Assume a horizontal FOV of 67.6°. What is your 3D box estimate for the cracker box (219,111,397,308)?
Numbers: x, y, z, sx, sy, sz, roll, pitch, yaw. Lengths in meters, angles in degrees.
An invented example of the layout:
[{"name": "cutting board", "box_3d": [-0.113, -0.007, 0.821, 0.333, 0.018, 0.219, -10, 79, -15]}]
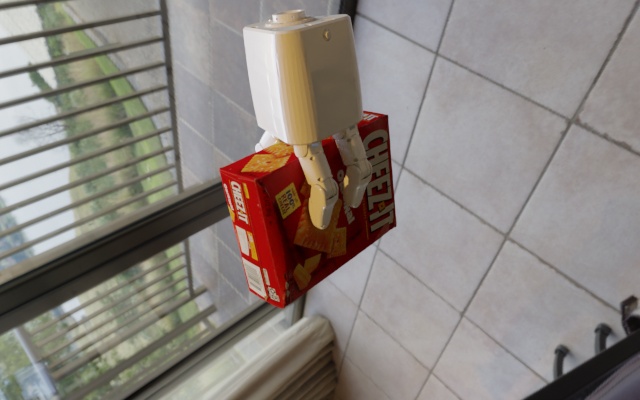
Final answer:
[{"name": "cracker box", "box_3d": [0.000, 0.002, 0.570, 0.072, 0.164, 0.213, 19, 38, 42]}]
